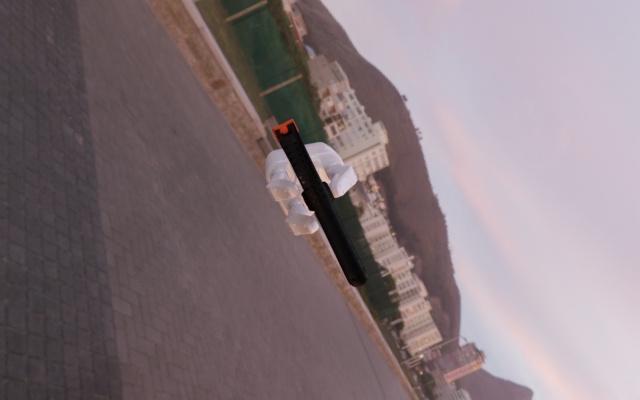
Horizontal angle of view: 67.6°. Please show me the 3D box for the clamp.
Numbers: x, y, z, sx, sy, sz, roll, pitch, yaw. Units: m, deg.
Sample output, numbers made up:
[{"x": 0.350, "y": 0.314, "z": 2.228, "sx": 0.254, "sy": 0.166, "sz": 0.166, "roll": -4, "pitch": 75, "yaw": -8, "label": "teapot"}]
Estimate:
[{"x": 0.001, "y": 0.001, "z": 0.595, "sx": 0.036, "sy": 0.210, "sz": 0.164, "roll": -26, "pitch": 19, "yaw": -1, "label": "clamp"}]
